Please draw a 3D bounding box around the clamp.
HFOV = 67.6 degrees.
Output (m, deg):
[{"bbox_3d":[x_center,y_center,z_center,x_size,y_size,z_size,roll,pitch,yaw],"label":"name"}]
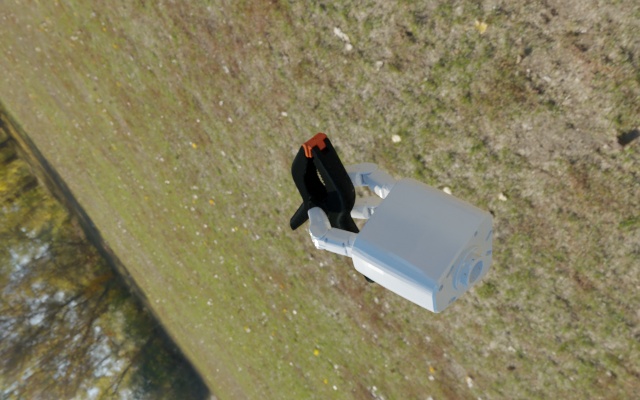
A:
[{"bbox_3d":[0.000,0.002,0.609,0.164,0.210,0.036,25,54,39],"label":"clamp"}]
